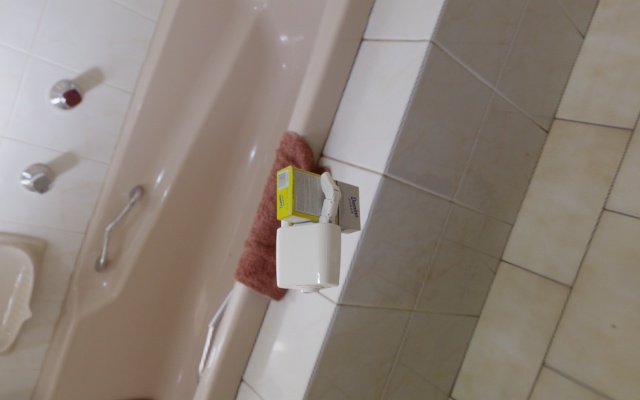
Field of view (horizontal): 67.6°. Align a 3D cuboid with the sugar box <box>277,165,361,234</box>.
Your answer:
[{"bbox_3d":[0.000,0.003,0.884,0.048,0.093,0.176,-18,-25,41],"label":"sugar box"}]
